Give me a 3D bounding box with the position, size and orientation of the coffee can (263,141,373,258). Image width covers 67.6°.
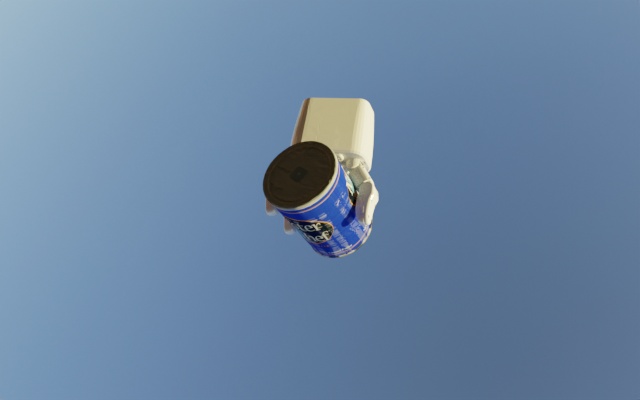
[{"bbox_3d":[0.000,0.002,0.648,0.103,0.102,0.140,0,-31,28],"label":"coffee can"}]
